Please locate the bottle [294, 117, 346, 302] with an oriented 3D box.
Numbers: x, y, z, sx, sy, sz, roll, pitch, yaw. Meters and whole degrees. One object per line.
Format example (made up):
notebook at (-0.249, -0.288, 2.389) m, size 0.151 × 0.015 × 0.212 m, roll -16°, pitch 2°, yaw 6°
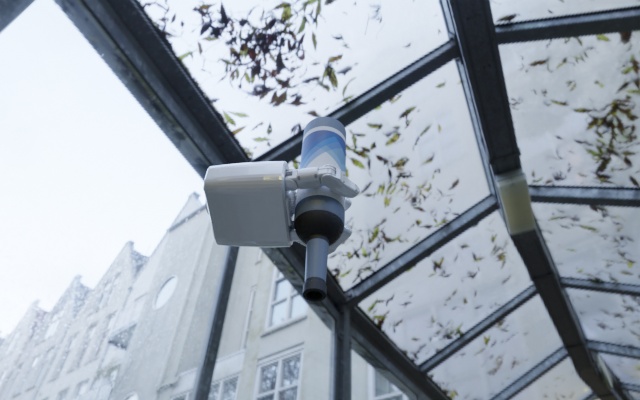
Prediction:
bottle at (0.000, 0.002, 0.647) m, size 0.069 × 0.295 × 0.069 m, roll 2°, pitch -43°, yaw 2°
